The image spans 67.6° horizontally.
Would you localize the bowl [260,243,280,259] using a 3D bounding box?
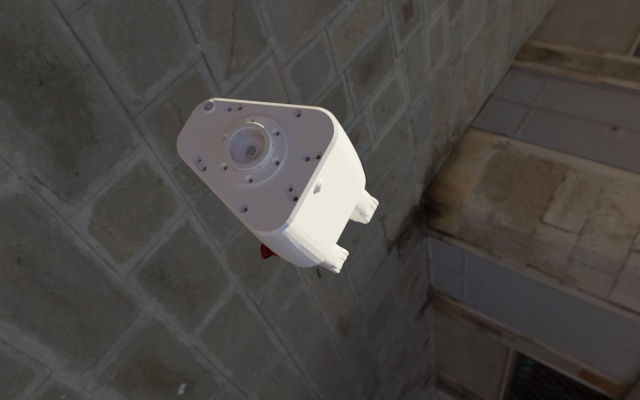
[{"bbox_3d":[0.001,0.002,0.507,0.055,0.162,0.162,27,3,7],"label":"bowl"}]
